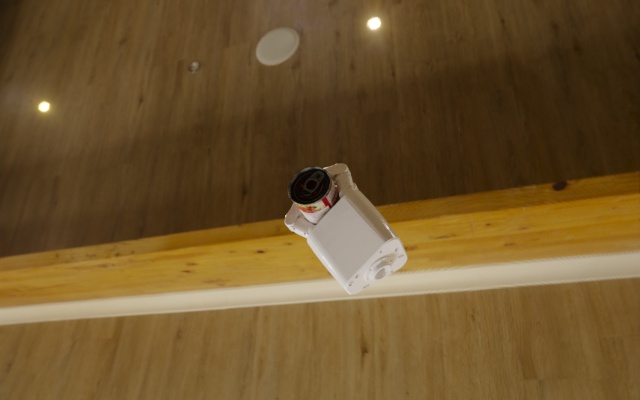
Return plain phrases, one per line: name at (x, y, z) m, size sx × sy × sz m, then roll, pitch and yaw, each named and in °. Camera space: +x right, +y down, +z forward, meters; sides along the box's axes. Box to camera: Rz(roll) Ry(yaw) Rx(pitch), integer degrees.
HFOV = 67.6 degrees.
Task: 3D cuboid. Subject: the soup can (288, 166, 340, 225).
soup can at (0.000, 0.002, 0.746) m, size 0.068 × 0.068 × 0.102 m, roll 0°, pitch -30°, yaw 23°
